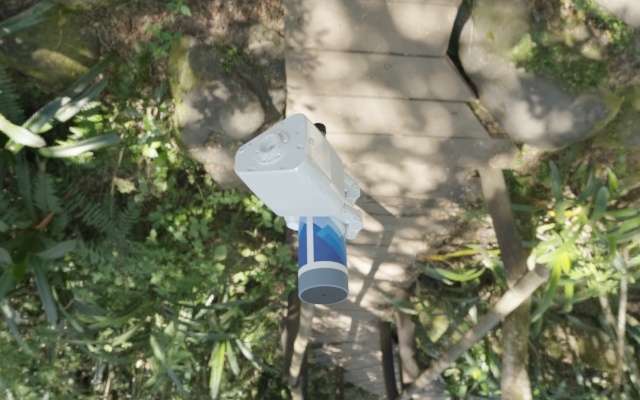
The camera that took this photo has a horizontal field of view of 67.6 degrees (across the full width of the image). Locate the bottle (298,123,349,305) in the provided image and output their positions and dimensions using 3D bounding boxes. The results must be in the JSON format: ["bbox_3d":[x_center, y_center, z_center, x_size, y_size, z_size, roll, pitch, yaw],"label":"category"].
[{"bbox_3d":[0.000,0.003,0.706,0.069,0.295,0.069,-1,-34,-1],"label":"bottle"}]
